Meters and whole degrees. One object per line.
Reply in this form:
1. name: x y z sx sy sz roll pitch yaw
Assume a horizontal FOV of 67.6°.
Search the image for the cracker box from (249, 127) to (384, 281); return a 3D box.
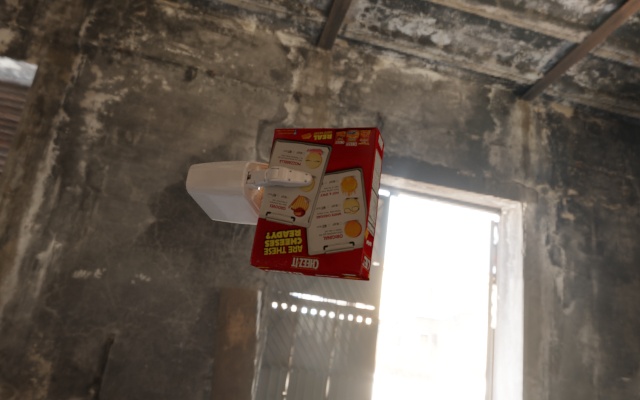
1. cracker box: 0.000 0.002 0.700 0.164 0.213 0.072 2 -17 20
